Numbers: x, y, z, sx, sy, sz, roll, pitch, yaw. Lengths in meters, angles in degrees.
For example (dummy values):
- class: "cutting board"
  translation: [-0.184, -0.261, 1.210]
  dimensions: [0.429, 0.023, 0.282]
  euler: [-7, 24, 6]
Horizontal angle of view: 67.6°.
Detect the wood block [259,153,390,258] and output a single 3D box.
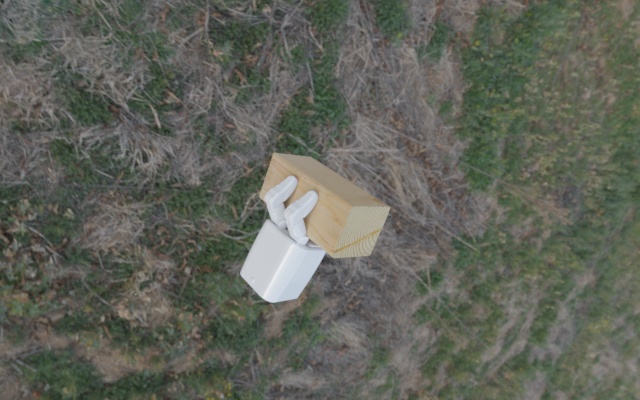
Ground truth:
- class: "wood block"
  translation: [0.000, 0.003, 0.789]
  dimensions: [0.091, 0.090, 0.206]
  euler: [3, 24, -44]
